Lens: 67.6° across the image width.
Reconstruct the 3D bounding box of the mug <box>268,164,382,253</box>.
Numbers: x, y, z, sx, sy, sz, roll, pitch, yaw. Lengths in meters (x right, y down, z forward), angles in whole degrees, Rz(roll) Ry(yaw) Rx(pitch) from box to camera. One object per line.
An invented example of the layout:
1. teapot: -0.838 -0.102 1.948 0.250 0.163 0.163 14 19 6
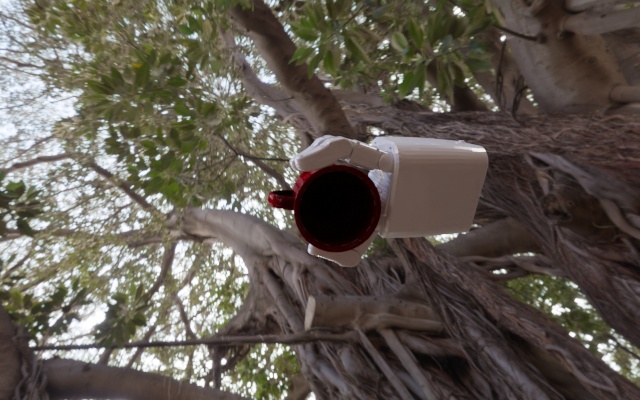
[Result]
1. mug: -0.001 0.002 0.531 0.117 0.093 0.081 1 11 -10
